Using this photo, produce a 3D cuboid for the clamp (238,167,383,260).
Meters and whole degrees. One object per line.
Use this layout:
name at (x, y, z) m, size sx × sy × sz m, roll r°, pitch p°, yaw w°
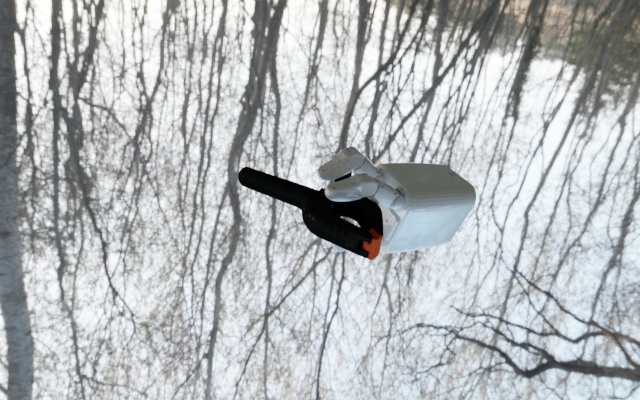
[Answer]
clamp at (0.000, 0.003, 0.572) m, size 0.164 × 0.036 × 0.210 m, roll -5°, pitch 31°, yaw -22°
